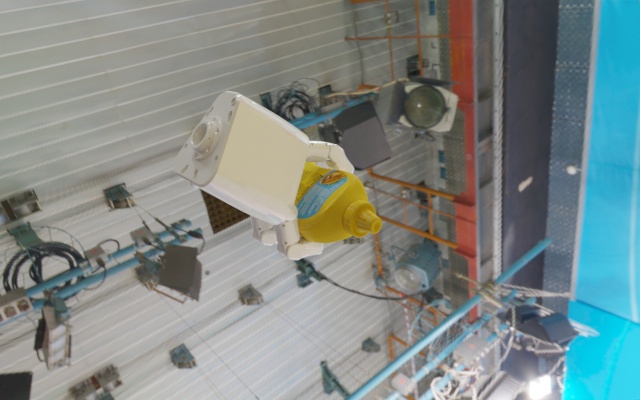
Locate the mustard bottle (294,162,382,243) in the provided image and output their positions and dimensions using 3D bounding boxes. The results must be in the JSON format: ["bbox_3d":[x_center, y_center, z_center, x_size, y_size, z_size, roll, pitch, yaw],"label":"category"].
[{"bbox_3d":[0.000,0.002,0.580,0.096,0.058,0.191,-45,39,-19],"label":"mustard bottle"}]
